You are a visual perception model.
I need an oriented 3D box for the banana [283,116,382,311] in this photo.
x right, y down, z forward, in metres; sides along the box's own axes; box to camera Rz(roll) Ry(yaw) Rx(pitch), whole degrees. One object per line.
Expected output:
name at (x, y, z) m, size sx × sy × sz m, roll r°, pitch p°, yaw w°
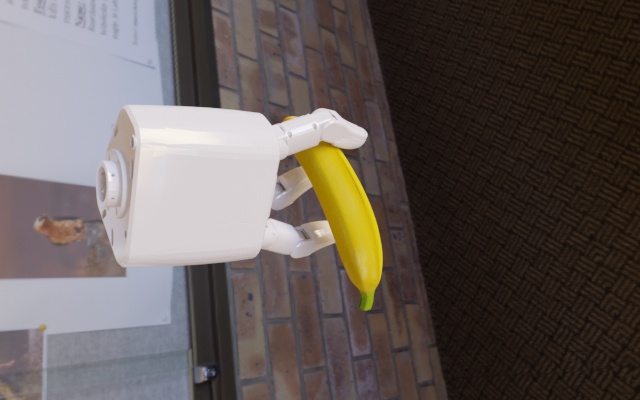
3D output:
banana at (0.009, -0.004, 0.415) m, size 0.037 × 0.197 × 0.070 m, roll -10°, pitch -21°, yaw -32°
